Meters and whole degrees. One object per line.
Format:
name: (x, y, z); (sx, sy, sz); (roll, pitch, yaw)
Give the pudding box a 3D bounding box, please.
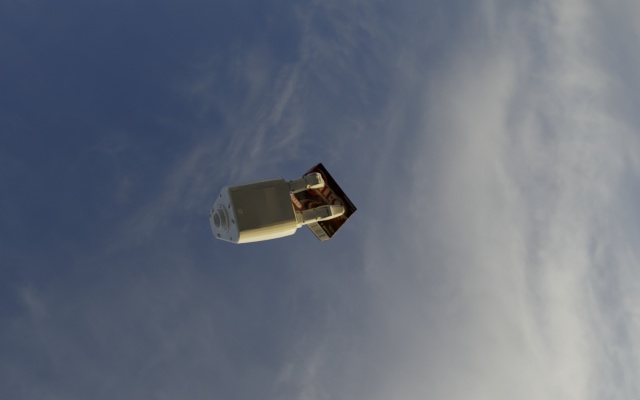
pudding box: (0.000, 0.003, 0.854); (0.090, 0.113, 0.039); (-45, 13, -35)
